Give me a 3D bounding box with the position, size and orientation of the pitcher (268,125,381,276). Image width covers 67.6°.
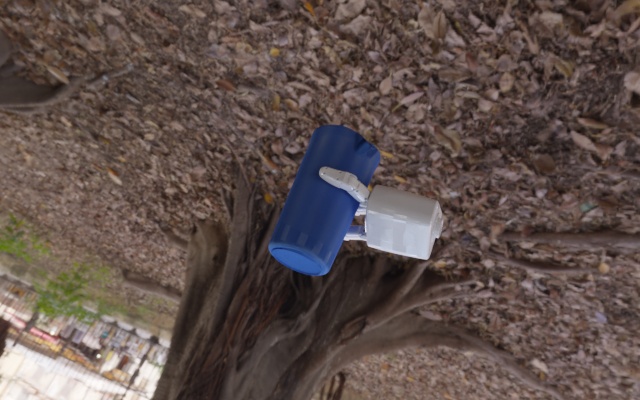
[{"bbox_3d":[0.000,0.003,0.829,0.145,0.242,0.149,14,-27,19],"label":"pitcher"}]
